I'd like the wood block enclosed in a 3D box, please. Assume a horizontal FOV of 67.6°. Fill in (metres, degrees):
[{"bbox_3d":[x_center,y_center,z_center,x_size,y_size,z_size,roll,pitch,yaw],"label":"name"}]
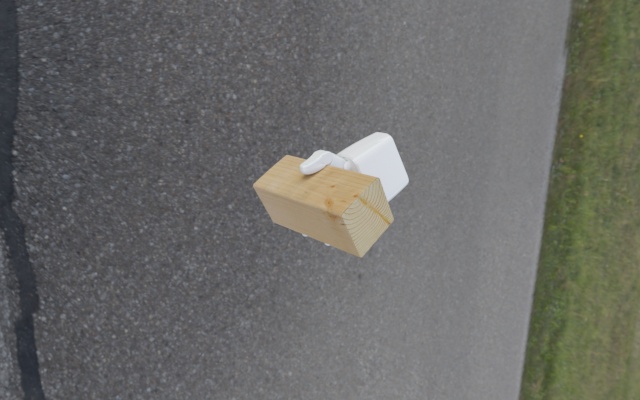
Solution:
[{"bbox_3d":[0.000,0.002,0.763,0.206,0.091,0.090,17,53,44],"label":"wood block"}]
